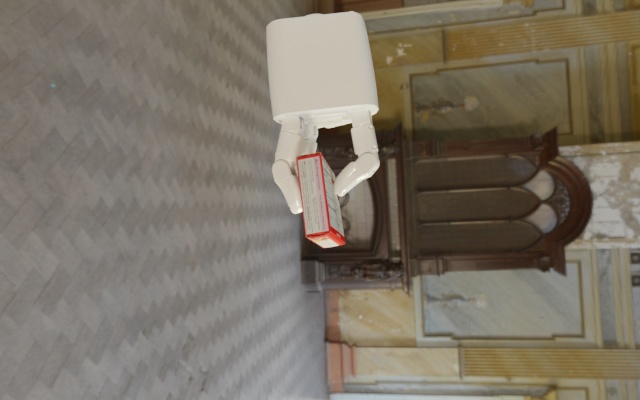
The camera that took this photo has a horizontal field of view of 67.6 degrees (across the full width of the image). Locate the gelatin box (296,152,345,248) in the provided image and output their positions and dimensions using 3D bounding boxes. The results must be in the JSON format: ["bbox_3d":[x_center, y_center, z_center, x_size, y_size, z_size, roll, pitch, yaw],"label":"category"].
[{"bbox_3d":[0.001,0.002,0.516,0.030,0.089,0.073,-11,-16,11],"label":"gelatin box"}]
